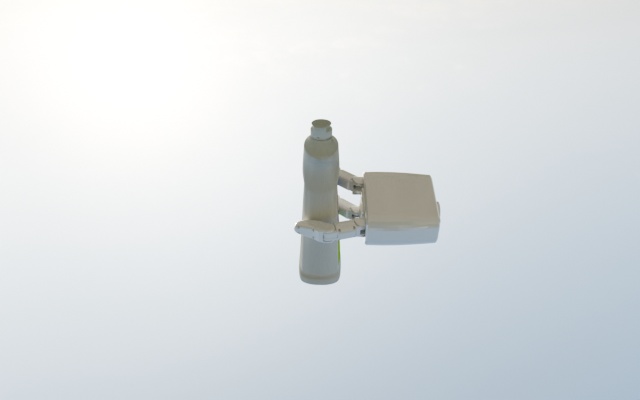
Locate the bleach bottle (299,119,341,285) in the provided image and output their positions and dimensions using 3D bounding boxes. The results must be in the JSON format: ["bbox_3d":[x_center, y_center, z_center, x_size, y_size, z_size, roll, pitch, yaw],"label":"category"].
[{"bbox_3d":[0.000,0.002,0.719,0.068,0.251,0.102,1,34,0],"label":"bleach bottle"}]
